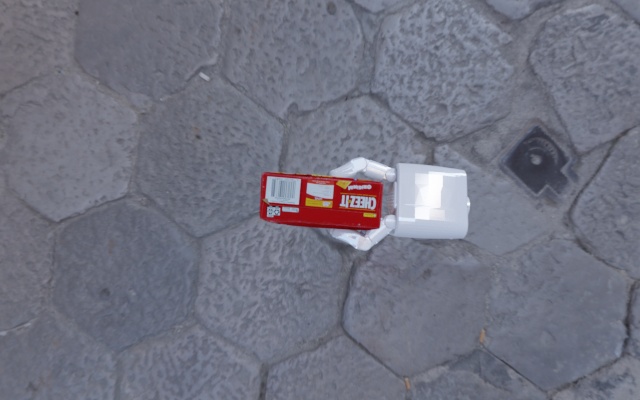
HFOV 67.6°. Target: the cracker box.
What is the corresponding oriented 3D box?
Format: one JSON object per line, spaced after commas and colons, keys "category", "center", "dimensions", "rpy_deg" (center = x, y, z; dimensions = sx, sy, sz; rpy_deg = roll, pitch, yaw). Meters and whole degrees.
{"category": "cracker box", "center": [0.000, 0.002, 0.732], "dimensions": [0.164, 0.072, 0.213], "rpy_deg": [4, -1, -1]}
